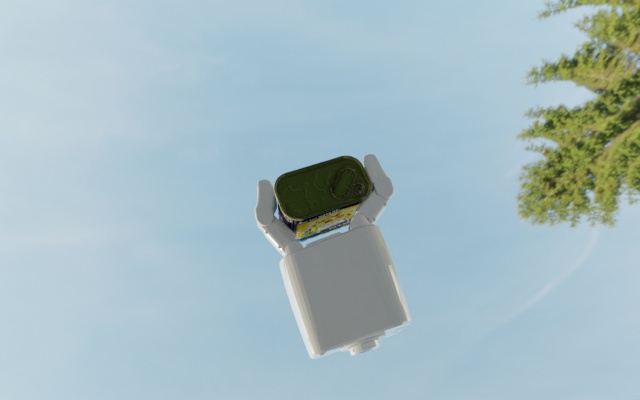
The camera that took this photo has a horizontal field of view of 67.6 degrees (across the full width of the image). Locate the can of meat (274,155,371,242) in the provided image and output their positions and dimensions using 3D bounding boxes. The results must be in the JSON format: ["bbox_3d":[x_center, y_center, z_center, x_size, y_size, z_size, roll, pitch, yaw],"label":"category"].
[{"bbox_3d":[0.000,0.002,0.548,0.102,0.057,0.084,-18,-22,-12],"label":"can of meat"}]
